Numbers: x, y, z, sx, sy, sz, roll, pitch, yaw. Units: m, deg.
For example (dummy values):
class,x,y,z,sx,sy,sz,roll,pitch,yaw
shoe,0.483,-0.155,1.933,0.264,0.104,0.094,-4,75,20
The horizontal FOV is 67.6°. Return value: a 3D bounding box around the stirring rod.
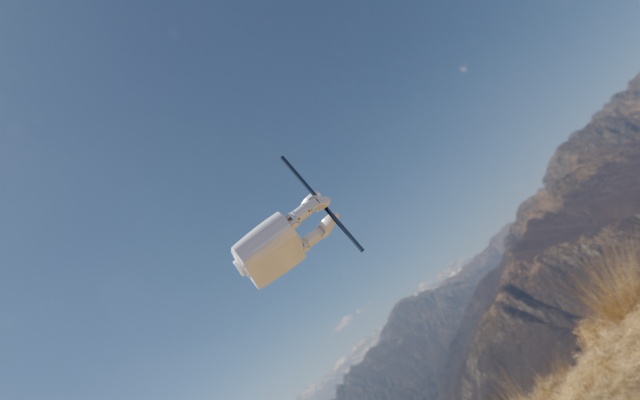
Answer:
class,x,y,z,sx,sy,sz,roll,pitch,yaw
stirring rod,0.000,0.003,0.882,0.011,0.239,0.011,-36,-19,-14
